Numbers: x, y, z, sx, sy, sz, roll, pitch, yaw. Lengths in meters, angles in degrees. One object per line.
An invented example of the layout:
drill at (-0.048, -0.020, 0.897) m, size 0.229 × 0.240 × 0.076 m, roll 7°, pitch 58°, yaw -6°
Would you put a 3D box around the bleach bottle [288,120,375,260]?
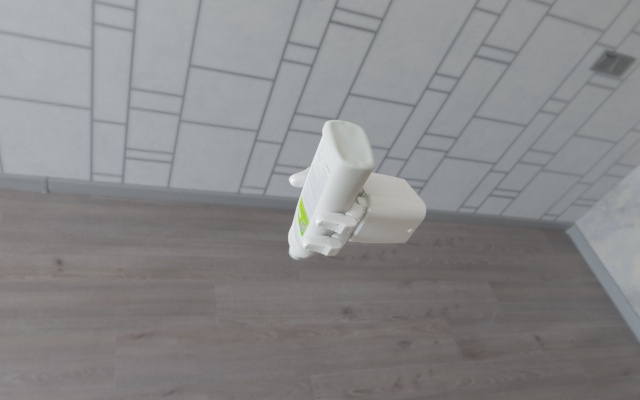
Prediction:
bleach bottle at (0.000, 0.002, 0.745) m, size 0.068 × 0.102 × 0.251 m, roll 6°, pitch -43°, yaw -22°
